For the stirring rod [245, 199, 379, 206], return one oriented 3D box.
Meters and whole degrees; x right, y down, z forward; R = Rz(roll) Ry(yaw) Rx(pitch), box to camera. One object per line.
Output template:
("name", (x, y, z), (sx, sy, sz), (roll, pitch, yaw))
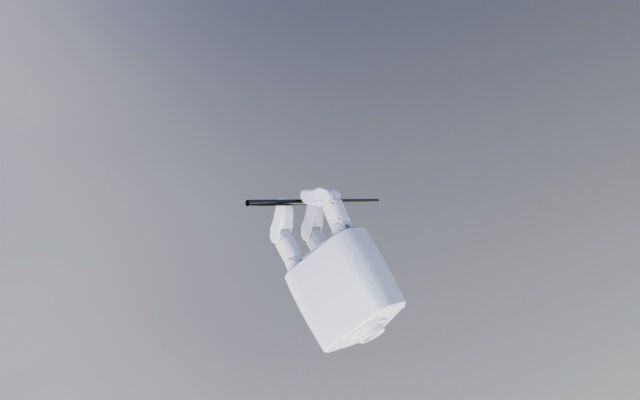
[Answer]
("stirring rod", (0.000, 0.002, 0.648), (0.239, 0.011, 0.011), (-1, 0, -44))
